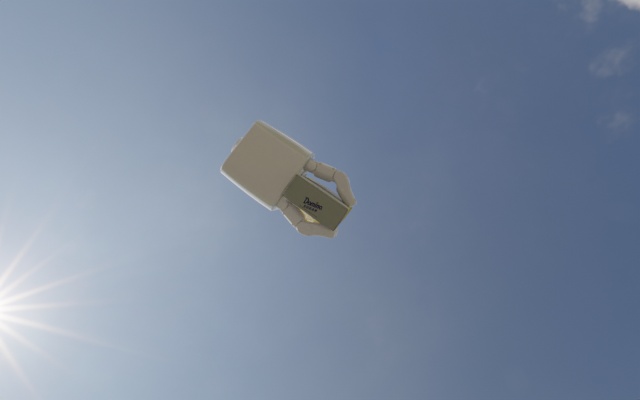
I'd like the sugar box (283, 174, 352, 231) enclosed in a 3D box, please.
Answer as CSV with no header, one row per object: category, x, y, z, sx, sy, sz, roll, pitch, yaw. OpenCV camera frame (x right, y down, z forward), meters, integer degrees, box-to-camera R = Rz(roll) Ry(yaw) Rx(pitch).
sugar box,0.000,0.003,0.764,0.093,0.048,0.176,35,6,5
